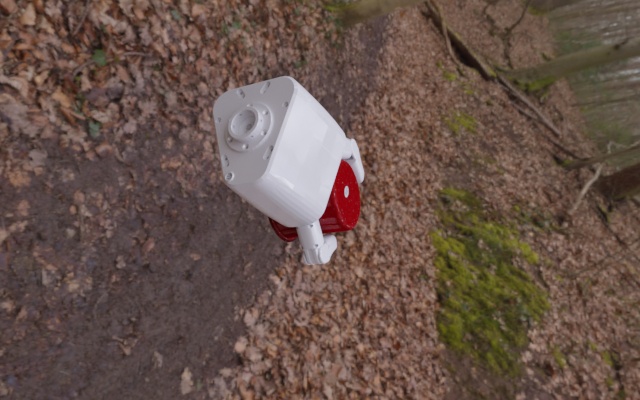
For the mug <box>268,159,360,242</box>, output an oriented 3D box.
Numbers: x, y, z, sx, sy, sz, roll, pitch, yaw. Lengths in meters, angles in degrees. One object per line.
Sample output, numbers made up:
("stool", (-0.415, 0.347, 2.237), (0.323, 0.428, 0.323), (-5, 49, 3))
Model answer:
("mug", (0.001, 0.002, 0.557), (0.081, 0.093, 0.117), (-8, -22, 25))
